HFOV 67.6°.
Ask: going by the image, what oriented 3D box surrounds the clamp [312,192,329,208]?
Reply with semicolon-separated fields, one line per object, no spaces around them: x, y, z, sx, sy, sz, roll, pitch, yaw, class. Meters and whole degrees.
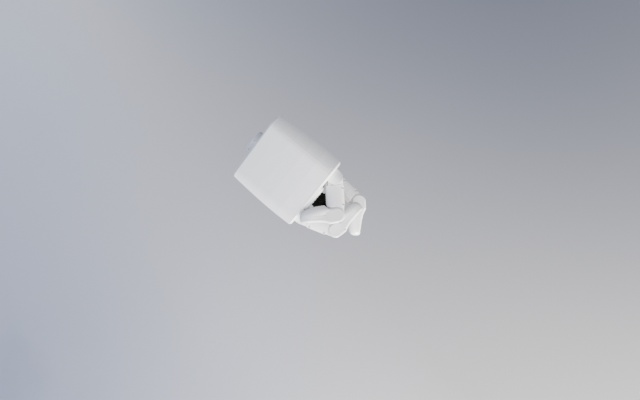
0.000;0.003;0.762;0.120;0.039;0.171;32;-3;-1;clamp
